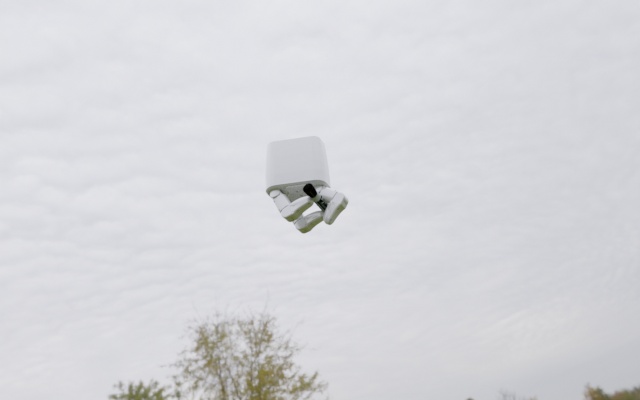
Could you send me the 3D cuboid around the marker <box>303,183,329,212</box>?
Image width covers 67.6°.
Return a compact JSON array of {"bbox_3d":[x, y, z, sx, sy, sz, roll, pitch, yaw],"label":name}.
[{"bbox_3d":[0.000,0.003,0.847,0.020,0.020,0.121,0,-26,26],"label":"marker"}]
